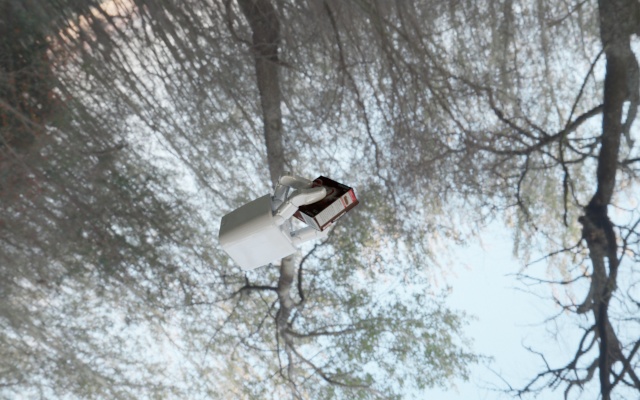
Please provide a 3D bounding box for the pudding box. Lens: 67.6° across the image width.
[{"bbox_3d":[0.000,0.003,0.841,0.090,0.039,0.113,-38,32,-17],"label":"pudding box"}]
